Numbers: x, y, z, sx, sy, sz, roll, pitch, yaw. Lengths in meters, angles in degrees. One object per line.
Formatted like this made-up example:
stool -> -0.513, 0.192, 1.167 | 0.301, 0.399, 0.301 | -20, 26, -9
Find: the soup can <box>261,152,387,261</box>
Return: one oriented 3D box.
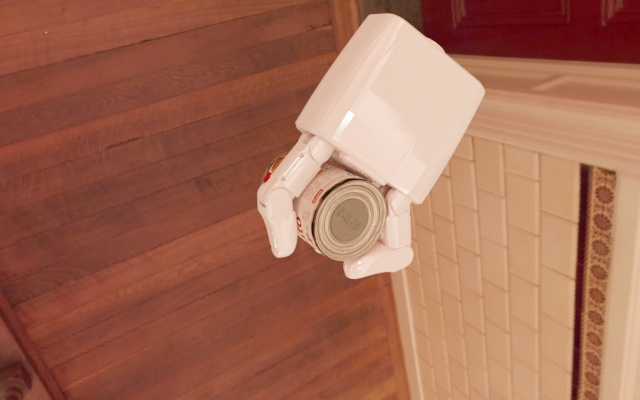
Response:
soup can -> 0.000, 0.002, 0.401 | 0.068, 0.068, 0.102 | 0, 17, -30
